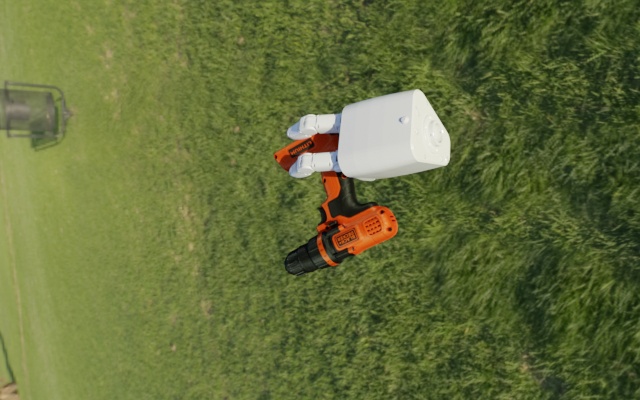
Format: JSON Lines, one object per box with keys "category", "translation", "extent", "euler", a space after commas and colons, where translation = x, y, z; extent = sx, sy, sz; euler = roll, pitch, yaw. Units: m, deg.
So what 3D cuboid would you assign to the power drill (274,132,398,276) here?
{"category": "power drill", "translation": [0.000, 0.002, 0.701], "extent": [0.184, 0.187, 0.057], "euler": [-27, -10, 22]}
